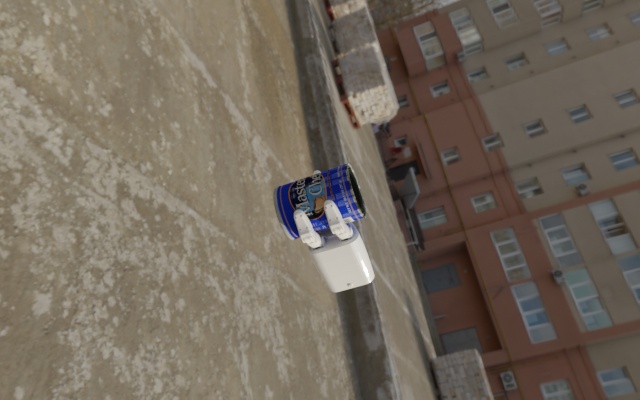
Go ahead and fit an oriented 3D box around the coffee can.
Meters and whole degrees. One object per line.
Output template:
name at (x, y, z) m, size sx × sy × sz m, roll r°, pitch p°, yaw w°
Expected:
coffee can at (0.000, 0.003, 0.858) m, size 0.140 × 0.103 × 0.103 m, roll -18°, pitch -4°, yaw 13°
